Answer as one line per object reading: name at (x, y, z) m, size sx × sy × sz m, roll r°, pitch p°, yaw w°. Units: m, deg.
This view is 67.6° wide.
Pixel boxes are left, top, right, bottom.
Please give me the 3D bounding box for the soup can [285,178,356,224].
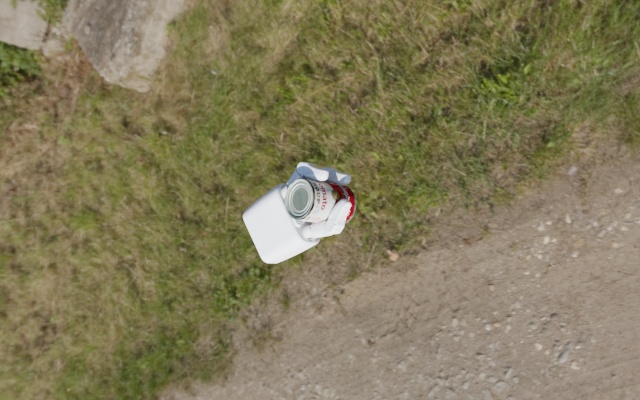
soup can at (0.000, 0.002, 0.778) m, size 0.068 × 0.068 × 0.102 m, roll 0°, pitch -6°, yaw 44°
